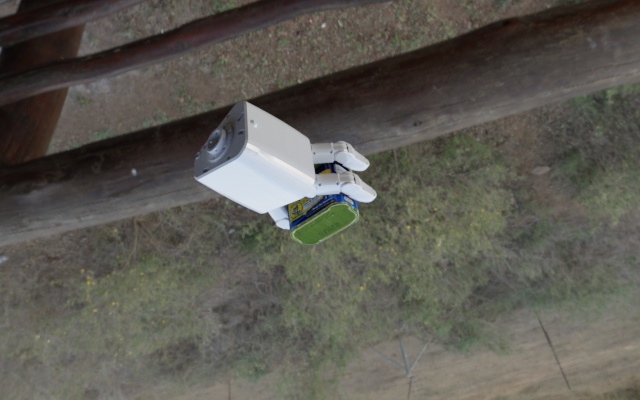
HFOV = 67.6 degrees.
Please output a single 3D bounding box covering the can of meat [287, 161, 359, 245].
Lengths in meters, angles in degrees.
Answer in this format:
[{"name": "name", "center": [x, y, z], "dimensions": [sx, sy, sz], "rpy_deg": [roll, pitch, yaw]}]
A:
[{"name": "can of meat", "center": [0.000, 0.002, 0.652], "dimensions": [0.102, 0.084, 0.057], "rpy_deg": [-33, -44, 27]}]
